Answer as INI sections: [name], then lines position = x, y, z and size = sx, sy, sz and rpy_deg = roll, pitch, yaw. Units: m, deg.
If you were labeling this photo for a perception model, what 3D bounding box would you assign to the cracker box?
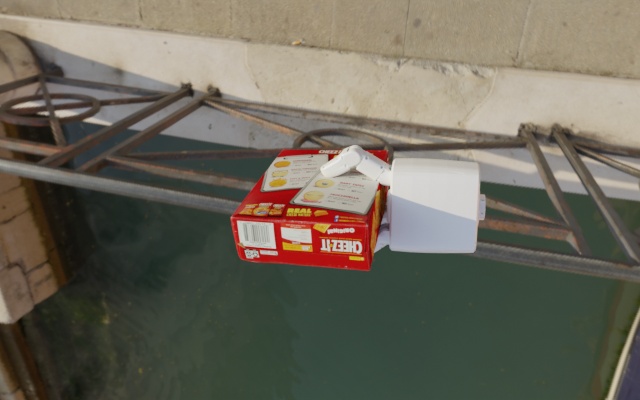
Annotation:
[cracker box]
position = 0.000, 0.002, 0.636
size = 0.164, 0.072, 0.213
rpy_deg = 2, 28, 13
